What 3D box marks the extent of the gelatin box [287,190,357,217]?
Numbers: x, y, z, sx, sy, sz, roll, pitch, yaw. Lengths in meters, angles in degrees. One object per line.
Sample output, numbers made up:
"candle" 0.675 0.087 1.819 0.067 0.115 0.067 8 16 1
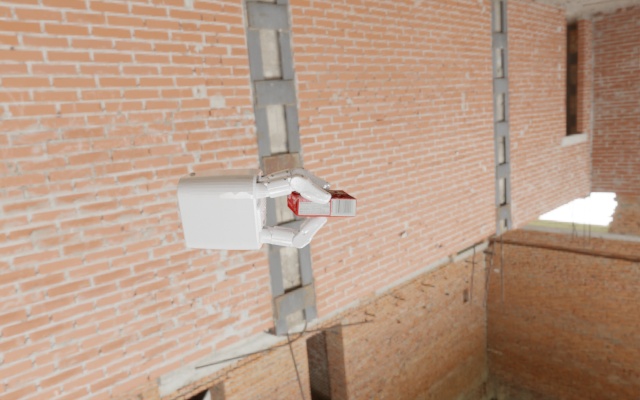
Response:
"gelatin box" 0.000 0.003 0.697 0.089 0.030 0.073 1 10 -13
